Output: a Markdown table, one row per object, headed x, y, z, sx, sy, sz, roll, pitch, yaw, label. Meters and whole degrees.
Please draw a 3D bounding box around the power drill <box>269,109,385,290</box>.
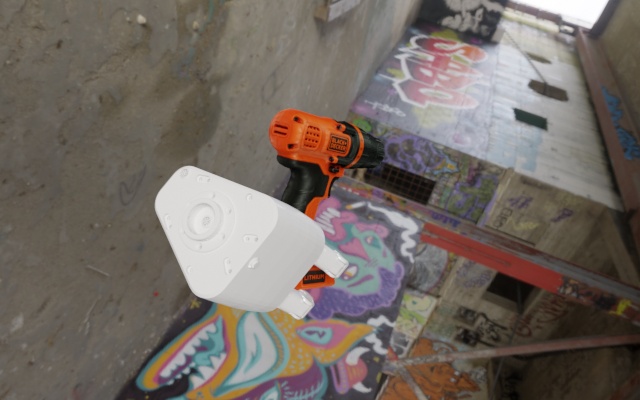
| x | y | z | sx | sy | sz | roll | pitch | yaw | label |
| --- | --- | --- | --- | --- | --- | --- | --- | --- | --- |
| 0.000 | 0.002 | 0.536 | 0.057 | 0.187 | 0.184 | 16 | 7 | 38 | power drill |
